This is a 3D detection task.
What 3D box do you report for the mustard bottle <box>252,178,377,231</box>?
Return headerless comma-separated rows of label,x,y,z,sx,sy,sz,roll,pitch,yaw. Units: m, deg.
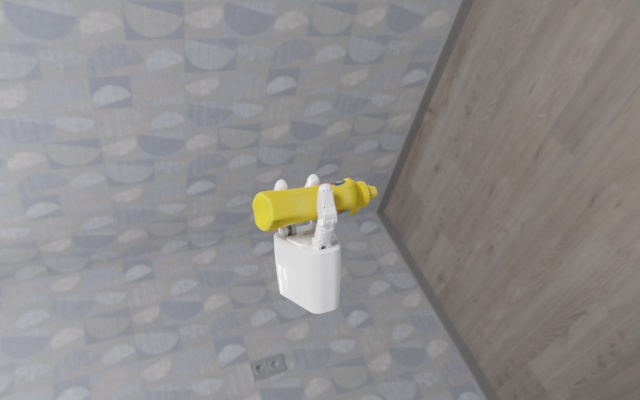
mustard bottle,0.000,0.002,0.725,0.191,0.058,0.096,-10,-4,-23
